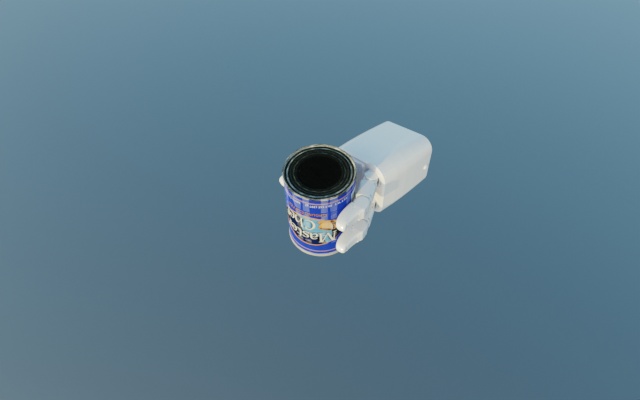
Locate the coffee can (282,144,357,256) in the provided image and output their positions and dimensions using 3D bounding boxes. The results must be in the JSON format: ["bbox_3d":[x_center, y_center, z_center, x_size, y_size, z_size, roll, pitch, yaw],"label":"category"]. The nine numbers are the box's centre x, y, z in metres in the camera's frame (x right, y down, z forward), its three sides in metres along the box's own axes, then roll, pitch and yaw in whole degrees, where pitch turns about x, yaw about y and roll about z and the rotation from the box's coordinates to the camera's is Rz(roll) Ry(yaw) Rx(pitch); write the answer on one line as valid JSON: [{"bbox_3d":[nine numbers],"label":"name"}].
[{"bbox_3d":[0.000,0.002,0.705,0.103,0.102,0.140,0,-38,2],"label":"coffee can"}]
